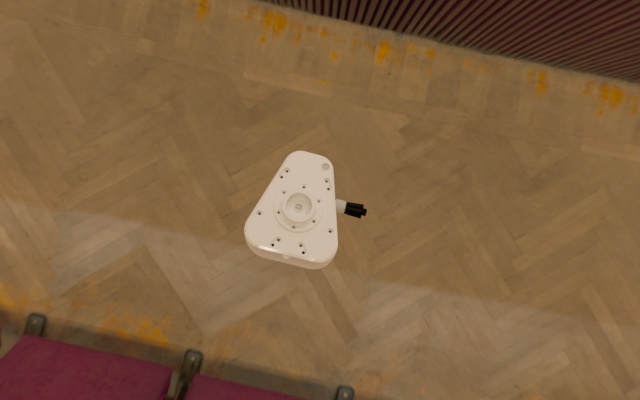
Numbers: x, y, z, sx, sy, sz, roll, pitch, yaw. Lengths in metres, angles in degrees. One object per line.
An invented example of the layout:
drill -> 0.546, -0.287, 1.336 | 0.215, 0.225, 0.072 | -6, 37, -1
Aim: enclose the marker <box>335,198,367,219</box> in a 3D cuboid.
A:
marker -> 0.000, 0.002, 0.613 | 0.121, 0.020, 0.020 | 13, 0, -2
